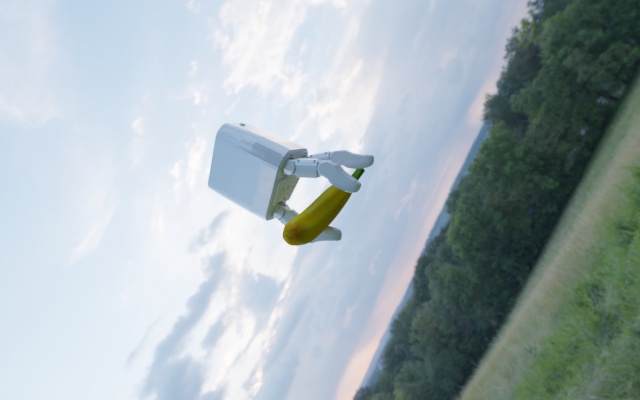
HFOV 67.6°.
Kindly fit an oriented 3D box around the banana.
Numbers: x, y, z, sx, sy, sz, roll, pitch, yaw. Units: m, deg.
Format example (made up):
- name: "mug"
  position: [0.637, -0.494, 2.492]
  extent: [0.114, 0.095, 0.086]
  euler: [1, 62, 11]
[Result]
- name: "banana"
  position: [-0.003, 0.015, 0.621]
  extent: [0.037, 0.070, 0.197]
  euler: [29, 38, 13]
